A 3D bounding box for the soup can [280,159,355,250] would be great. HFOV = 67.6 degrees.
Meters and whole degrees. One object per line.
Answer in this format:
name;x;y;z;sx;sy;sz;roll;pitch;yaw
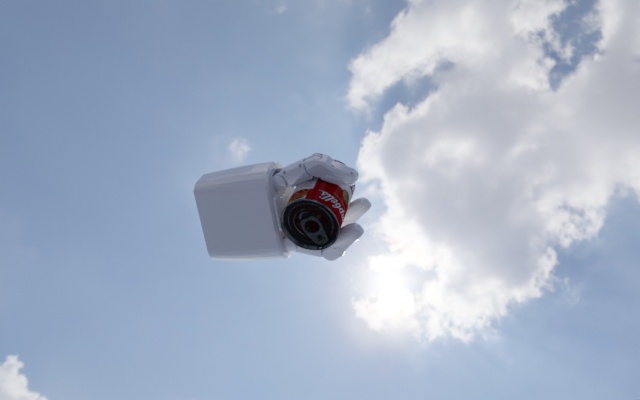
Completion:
soup can;0.001;0.002;0.566;0.068;0.068;0.102;0;32;17
